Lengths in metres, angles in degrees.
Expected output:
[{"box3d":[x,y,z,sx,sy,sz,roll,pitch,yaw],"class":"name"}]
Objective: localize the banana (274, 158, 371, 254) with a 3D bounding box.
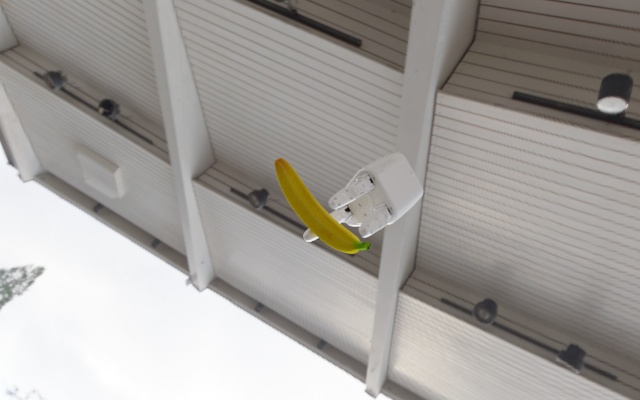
[{"box3d":[-0.003,0.017,0.720,0.197,0.070,0.037,43,46,17],"class":"banana"}]
